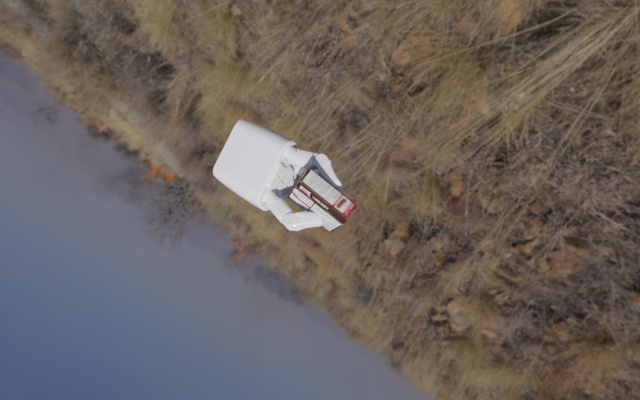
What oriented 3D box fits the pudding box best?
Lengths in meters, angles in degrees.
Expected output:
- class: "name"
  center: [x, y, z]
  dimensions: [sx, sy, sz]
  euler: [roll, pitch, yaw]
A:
- class: "pudding box"
  center: [0.000, 0.002, 0.712]
  dimensions: [0.090, 0.039, 0.113]
  euler: [38, -11, -2]
